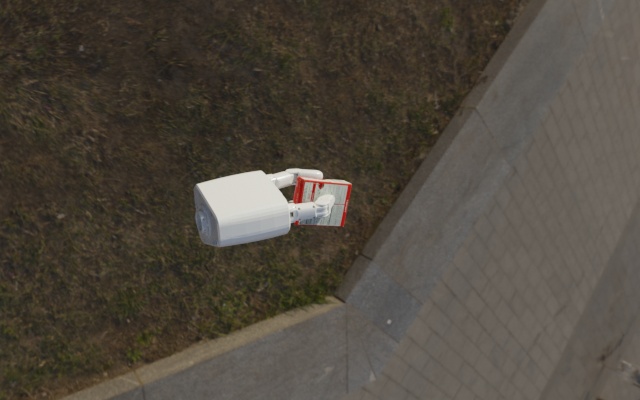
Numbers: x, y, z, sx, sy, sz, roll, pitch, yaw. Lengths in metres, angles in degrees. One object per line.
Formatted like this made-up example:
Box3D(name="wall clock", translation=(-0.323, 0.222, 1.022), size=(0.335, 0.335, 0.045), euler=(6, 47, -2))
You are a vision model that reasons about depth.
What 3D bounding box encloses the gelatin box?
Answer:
Box3D(name="gelatin box", translation=(0.001, 0.003, 0.760), size=(0.089, 0.073, 0.030), euler=(4, 14, -27))
